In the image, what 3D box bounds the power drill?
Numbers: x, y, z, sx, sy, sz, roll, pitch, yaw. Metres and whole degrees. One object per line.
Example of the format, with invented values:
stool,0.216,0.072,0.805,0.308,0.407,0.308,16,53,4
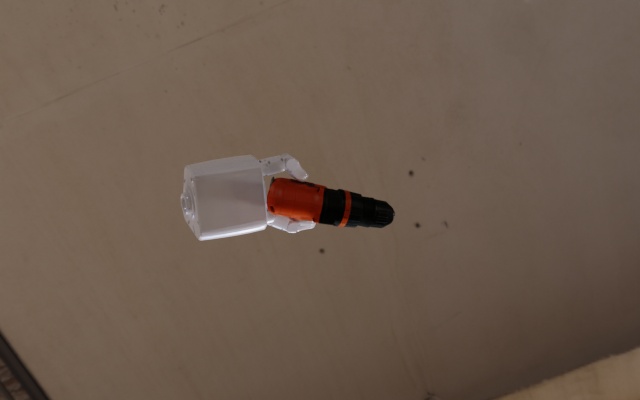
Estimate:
power drill,0.000,0.002,0.731,0.184,0.057,0.187,11,0,-15
